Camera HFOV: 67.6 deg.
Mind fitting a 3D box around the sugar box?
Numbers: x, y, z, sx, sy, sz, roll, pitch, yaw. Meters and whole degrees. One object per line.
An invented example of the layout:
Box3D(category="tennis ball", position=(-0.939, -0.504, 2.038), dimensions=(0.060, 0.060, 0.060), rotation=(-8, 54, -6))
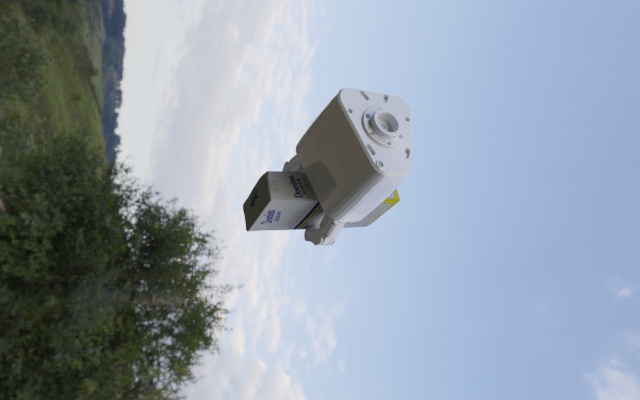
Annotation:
Box3D(category="sugar box", position=(0.000, 0.001, 0.602), dimensions=(0.176, 0.048, 0.093), rotation=(3, -27, -27))
